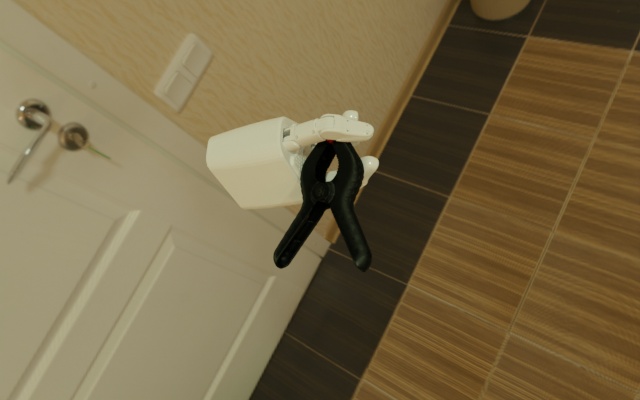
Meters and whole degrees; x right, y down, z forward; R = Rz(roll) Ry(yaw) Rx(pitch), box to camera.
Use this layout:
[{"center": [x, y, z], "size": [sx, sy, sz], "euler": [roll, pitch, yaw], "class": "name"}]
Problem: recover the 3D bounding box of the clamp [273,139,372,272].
[{"center": [0.000, 0.001, 0.539], "size": [0.120, 0.171, 0.039], "euler": [-9, -25, 24], "class": "clamp"}]
